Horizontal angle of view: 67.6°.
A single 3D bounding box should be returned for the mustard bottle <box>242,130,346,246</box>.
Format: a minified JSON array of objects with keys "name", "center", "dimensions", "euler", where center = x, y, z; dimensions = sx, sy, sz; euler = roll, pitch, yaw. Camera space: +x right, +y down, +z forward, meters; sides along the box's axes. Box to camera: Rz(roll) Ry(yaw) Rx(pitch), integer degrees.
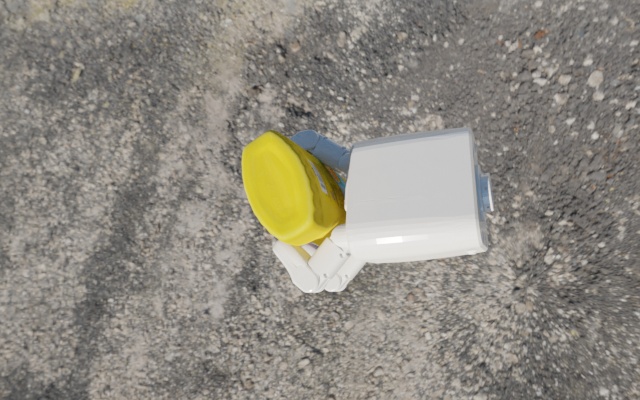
[{"name":"mustard bottle","center":[0.000,0.002,0.469],"dimensions":[0.058,0.096,0.192],"euler":[-32,-20,15]}]
